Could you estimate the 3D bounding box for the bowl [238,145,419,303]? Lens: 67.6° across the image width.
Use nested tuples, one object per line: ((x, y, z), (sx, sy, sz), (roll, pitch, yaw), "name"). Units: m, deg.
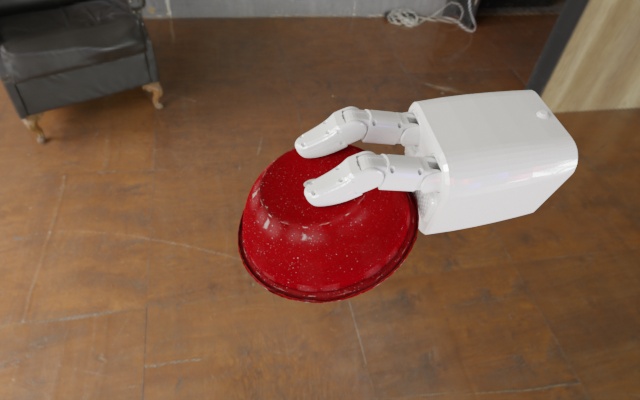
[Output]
((-0.001, 0.002, 0.400), (0.162, 0.162, 0.055), (0, -39, 14), "bowl")
